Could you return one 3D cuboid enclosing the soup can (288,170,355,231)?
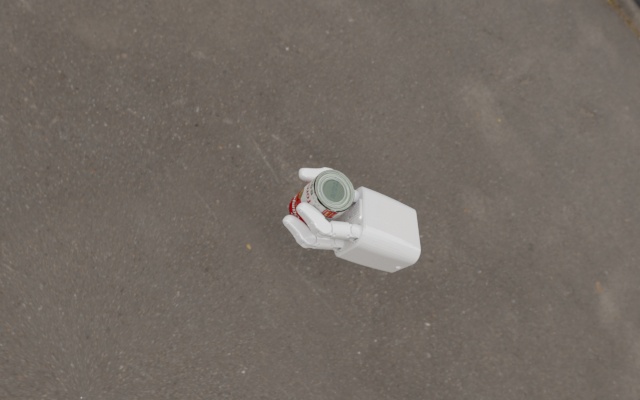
[{"bbox_3d":[0.000,0.002,0.733,0.068,0.068,0.102,0,-20,-27],"label":"soup can"}]
